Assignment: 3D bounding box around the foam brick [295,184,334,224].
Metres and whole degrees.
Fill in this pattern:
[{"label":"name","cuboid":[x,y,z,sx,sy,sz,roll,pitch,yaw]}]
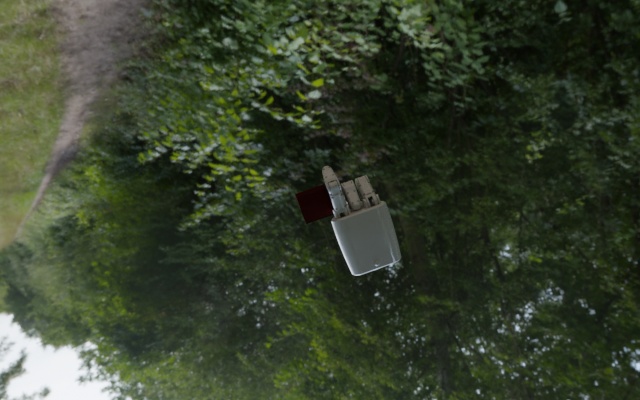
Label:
[{"label":"foam brick","cuboid":[0.000,0.003,0.846,0.078,0.051,0.053,-19,9,-1]}]
